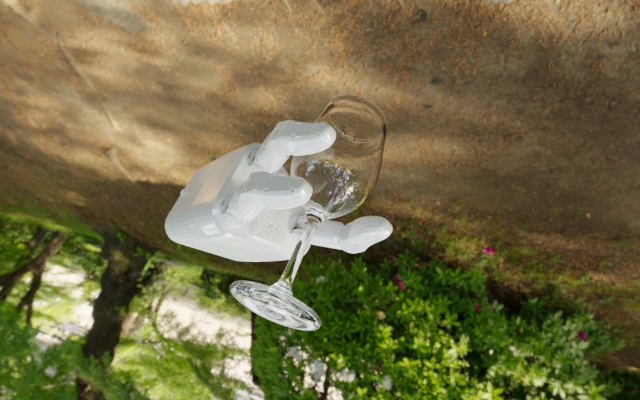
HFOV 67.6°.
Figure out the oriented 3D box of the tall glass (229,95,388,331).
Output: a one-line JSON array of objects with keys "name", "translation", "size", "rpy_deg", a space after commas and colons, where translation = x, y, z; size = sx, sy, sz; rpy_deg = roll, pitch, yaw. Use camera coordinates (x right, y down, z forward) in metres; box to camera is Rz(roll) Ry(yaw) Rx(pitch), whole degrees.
[{"name": "tall glass", "translation": [0.000, 0.002, 0.406], "size": [0.079, 0.201, 0.079], "rpy_deg": [18, -30, 11]}]
